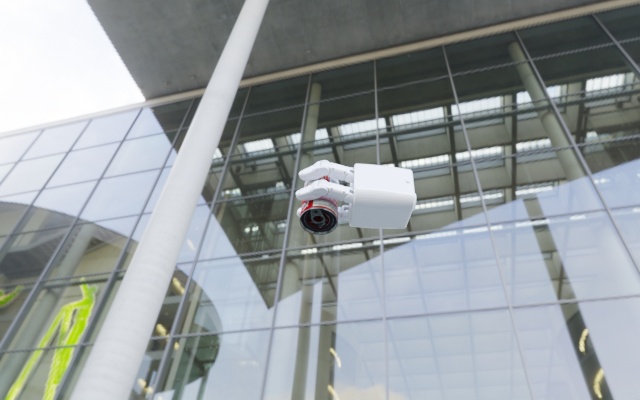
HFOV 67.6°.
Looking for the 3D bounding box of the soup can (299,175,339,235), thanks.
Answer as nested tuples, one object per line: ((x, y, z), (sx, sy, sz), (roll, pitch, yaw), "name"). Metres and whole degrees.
((0.000, 0.003, 0.874), (0.068, 0.069, 0.102), (0, 44, 5), "soup can")
